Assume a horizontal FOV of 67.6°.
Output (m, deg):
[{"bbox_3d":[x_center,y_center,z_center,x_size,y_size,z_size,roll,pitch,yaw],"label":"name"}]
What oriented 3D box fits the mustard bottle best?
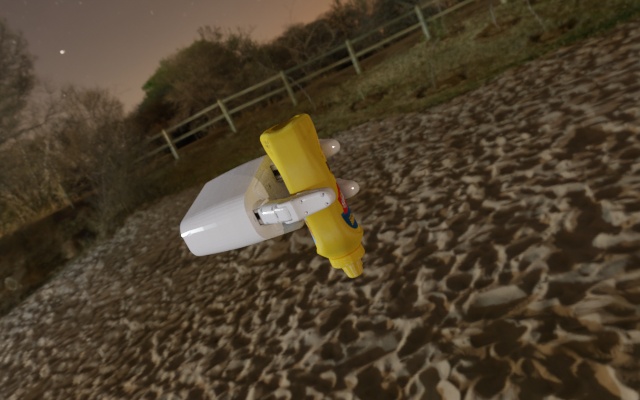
[{"bbox_3d":[0.000,0.001,0.531,0.058,0.192,0.096,-25,13,4],"label":"mustard bottle"}]
